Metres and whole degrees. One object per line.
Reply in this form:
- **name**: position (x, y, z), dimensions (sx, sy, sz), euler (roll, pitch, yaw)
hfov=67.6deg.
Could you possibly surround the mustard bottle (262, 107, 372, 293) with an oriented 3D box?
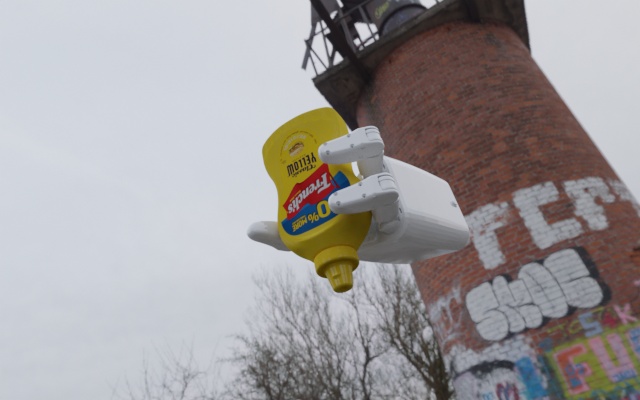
- **mustard bottle**: position (0.000, 0.001, 0.474), dimensions (0.096, 0.191, 0.058), euler (-27, -35, 17)
